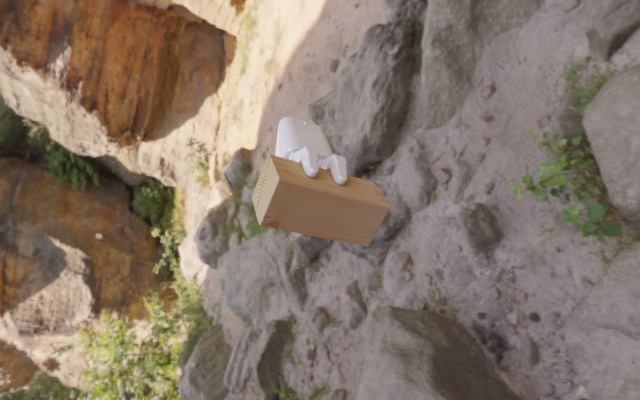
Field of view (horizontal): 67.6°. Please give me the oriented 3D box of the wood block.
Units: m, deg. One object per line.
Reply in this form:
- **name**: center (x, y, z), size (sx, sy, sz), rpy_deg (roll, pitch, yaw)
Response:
- **wood block**: center (0.000, 0.003, 0.813), size (0.206, 0.091, 0.090), rpy_deg (13, 27, -25)
